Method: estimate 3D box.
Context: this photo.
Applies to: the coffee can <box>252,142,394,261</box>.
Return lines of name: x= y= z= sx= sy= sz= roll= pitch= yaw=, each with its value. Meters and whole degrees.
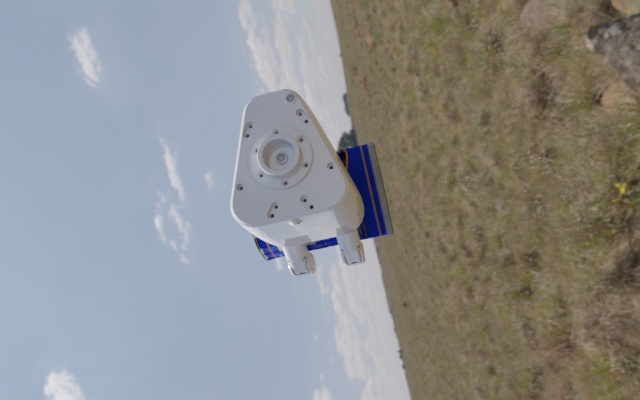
coffee can: x=0.000 y=0.002 z=0.522 sx=0.140 sy=0.103 sz=0.103 roll=-13 pitch=-2 yaw=7
